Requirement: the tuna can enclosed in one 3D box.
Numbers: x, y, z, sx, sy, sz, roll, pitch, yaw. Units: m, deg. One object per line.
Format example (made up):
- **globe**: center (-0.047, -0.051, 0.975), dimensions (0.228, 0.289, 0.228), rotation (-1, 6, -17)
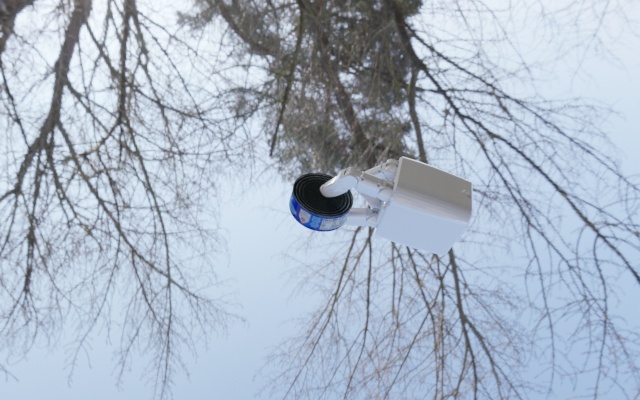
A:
- **tuna can**: center (0.000, 0.003, 0.663), dimensions (0.086, 0.034, 0.086), rotation (11, 42, -10)
